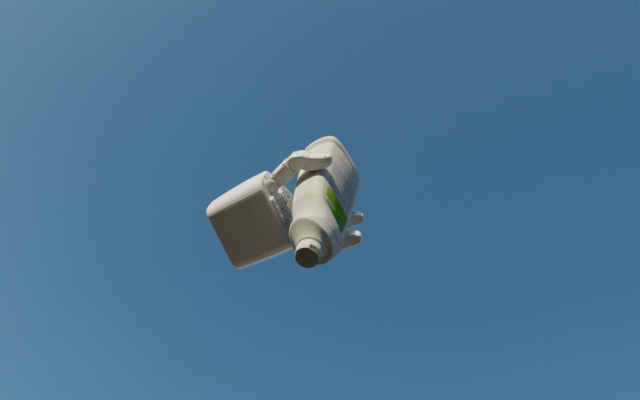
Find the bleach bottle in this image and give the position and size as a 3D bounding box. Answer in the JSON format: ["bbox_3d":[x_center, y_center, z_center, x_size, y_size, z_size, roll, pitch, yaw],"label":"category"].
[{"bbox_3d":[0.000,0.002,0.655,0.068,0.102,0.250,-27,19,22],"label":"bleach bottle"}]
